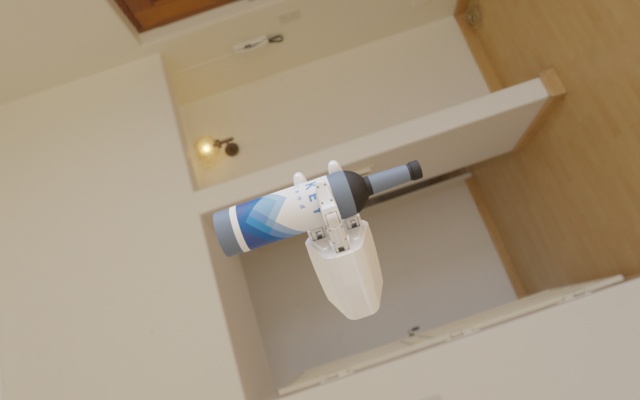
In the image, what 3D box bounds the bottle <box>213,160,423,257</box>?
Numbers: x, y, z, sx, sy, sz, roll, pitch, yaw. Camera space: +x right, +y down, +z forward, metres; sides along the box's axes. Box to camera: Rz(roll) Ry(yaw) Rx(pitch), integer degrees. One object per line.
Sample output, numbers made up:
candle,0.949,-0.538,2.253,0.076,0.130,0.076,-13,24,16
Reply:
bottle,0.000,0.002,0.673,0.296,0.069,0.069,-19,0,0
